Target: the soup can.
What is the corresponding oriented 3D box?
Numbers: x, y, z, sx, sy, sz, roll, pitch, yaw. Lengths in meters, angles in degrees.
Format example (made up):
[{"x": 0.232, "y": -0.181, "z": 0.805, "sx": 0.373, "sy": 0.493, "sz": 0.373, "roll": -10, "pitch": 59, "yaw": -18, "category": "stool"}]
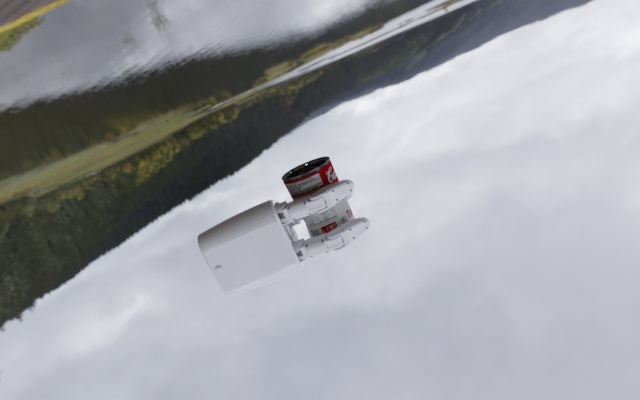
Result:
[{"x": 0.001, "y": 0.002, "z": 0.629, "sx": 0.068, "sy": 0.102, "sz": 0.068, "roll": -22, "pitch": 15, "yaw": 6, "category": "soup can"}]
